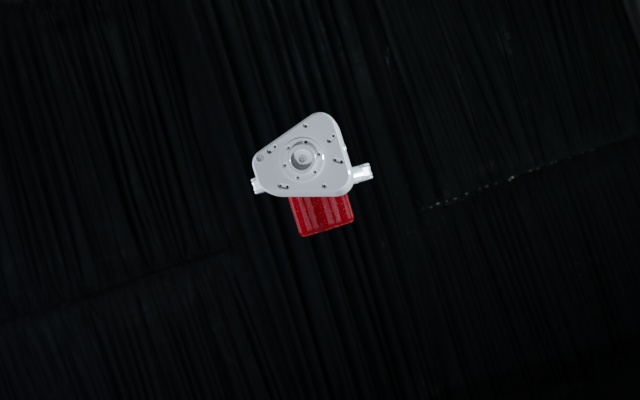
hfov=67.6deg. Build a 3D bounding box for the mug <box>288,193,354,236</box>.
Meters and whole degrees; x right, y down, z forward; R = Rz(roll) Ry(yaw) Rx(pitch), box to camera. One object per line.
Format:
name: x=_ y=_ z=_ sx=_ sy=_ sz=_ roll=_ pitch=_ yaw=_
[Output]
mug: x=0.000 y=0.002 z=0.696 sx=0.093 sy=0.081 sz=0.117 roll=-17 pitch=-2 yaw=6
